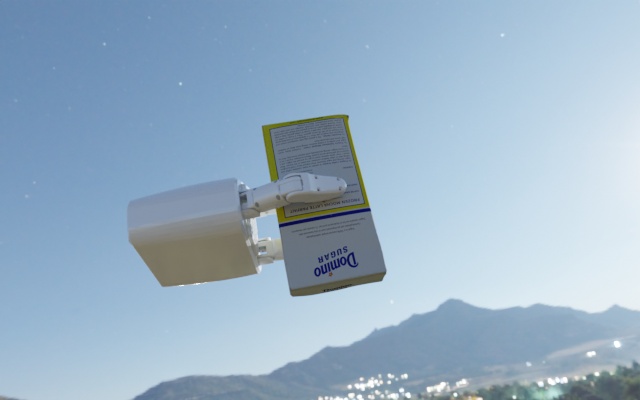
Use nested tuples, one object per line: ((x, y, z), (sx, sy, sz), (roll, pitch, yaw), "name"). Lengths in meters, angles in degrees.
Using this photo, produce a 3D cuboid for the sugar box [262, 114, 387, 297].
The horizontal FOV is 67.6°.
((0.000, 0.002, 0.479), (0.093, 0.176, 0.048), (-9, -20, -4), "sugar box")
